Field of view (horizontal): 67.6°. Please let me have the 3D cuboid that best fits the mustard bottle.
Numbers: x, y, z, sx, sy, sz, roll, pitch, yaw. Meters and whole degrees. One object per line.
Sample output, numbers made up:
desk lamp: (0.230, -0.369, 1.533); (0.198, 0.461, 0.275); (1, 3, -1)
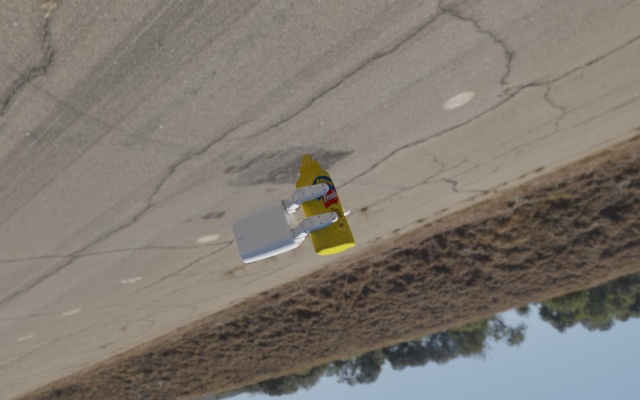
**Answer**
mustard bottle: (0.001, 0.003, 0.890); (0.058, 0.191, 0.096); (-28, -16, 33)
